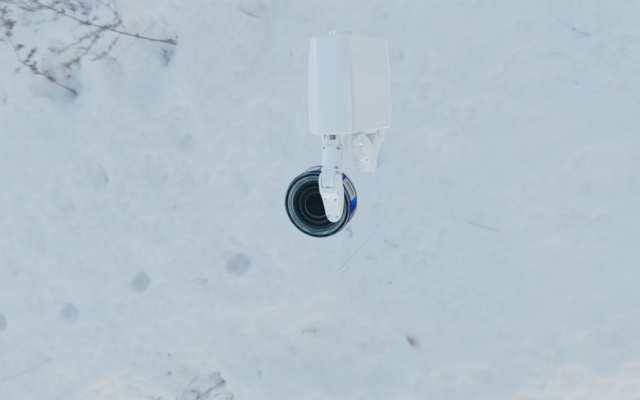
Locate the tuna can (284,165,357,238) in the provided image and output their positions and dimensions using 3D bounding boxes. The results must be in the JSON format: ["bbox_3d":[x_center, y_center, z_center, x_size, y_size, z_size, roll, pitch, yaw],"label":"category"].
[{"bbox_3d":[0.000,0.002,0.586,0.086,0.086,0.033,0,16,18],"label":"tuna can"}]
